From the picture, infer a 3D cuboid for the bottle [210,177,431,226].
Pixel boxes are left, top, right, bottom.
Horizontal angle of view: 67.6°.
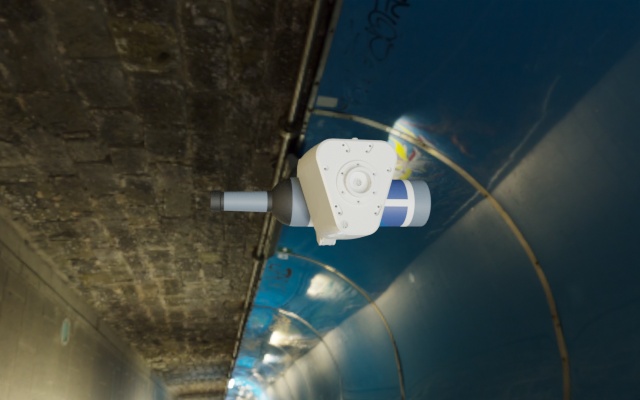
[{"bbox_3d":[0.000,0.002,0.654,0.296,0.069,0.069,1,0,-12],"label":"bottle"}]
